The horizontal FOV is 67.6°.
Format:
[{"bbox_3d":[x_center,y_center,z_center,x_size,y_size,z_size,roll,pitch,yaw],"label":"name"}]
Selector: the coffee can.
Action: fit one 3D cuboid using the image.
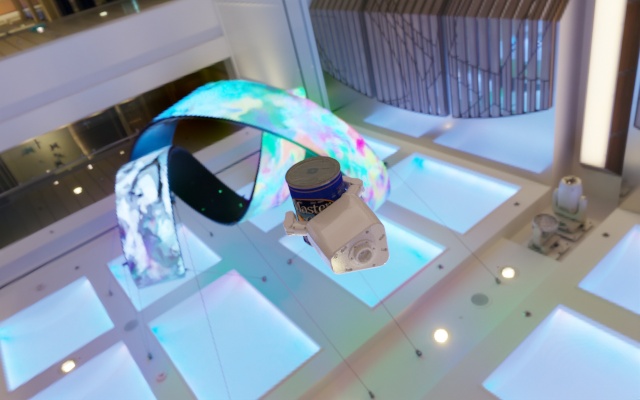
[{"bbox_3d":[0.000,0.003,0.890,0.103,0.140,0.102,-10,33,7],"label":"coffee can"}]
